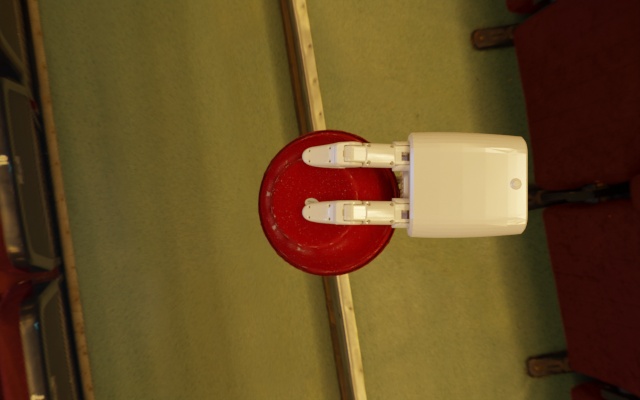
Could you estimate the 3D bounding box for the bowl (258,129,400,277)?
[{"bbox_3d":[-0.001,0.002,0.501,0.162,0.162,0.055,0,-2,15],"label":"bowl"}]
